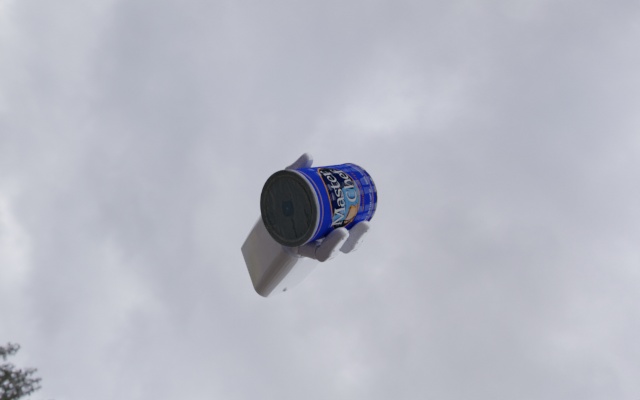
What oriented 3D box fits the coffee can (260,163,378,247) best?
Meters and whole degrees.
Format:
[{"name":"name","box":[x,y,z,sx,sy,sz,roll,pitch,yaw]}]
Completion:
[{"name":"coffee can","box":[0.000,0.002,0.674,0.103,0.103,0.140,0,7,40]}]
